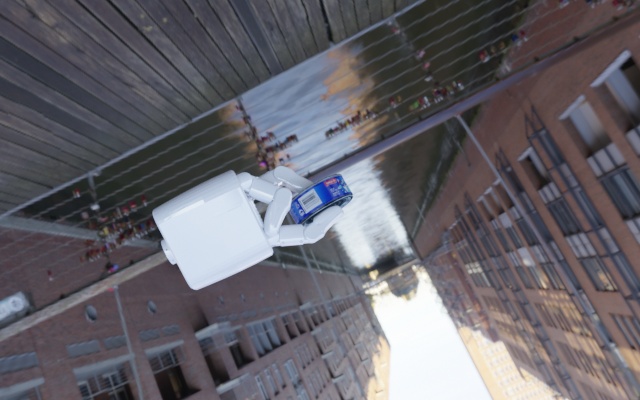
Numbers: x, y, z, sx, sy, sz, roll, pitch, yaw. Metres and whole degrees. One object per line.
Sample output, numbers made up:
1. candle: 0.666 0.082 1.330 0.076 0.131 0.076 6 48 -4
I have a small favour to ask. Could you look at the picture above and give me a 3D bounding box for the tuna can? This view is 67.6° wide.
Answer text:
1. tuna can: 0.000 0.003 0.630 0.086 0.033 0.086 -30 -12 -7
